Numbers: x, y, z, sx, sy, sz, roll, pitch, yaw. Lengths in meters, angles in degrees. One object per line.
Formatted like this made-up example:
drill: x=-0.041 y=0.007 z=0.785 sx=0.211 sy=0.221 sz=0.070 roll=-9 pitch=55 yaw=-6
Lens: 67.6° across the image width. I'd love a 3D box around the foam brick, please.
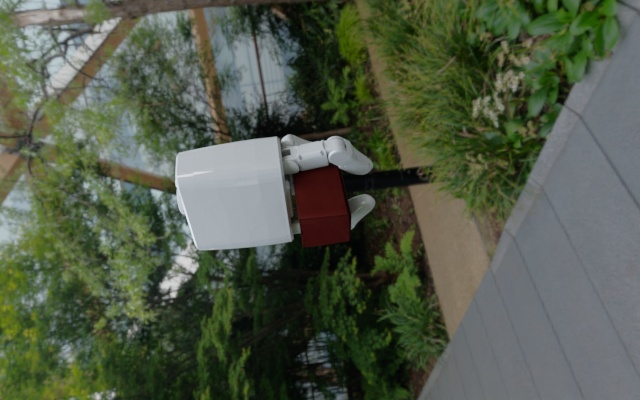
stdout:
foam brick: x=0.000 y=0.002 z=0.497 sx=0.051 sy=0.078 sz=0.053 roll=-8 pitch=-37 yaw=-3
